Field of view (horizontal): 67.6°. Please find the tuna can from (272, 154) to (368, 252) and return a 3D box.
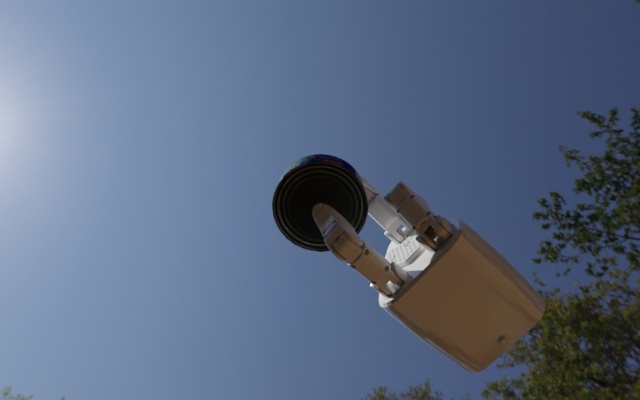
[{"bbox_3d":[0.000,0.001,0.439,0.086,0.086,0.033,0,20,2],"label":"tuna can"}]
